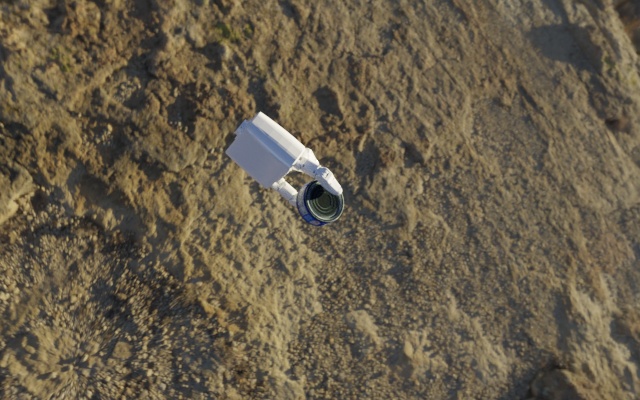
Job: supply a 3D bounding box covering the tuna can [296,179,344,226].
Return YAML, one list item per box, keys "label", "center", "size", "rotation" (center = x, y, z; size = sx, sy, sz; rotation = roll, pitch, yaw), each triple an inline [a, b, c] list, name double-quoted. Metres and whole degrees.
- label: "tuna can"
  center: [0.000, 0.003, 0.881]
  size: [0.086, 0.086, 0.034]
  rotation: [0, -14, -32]
